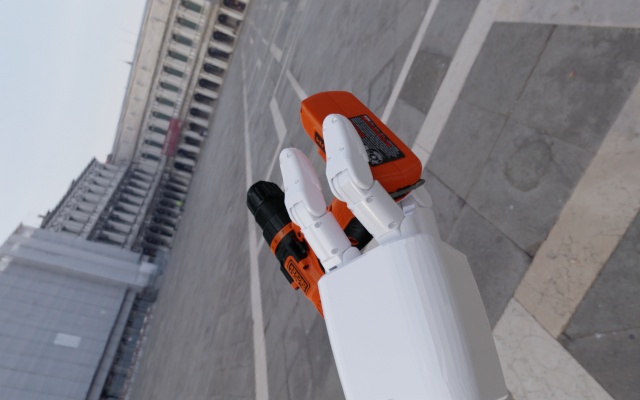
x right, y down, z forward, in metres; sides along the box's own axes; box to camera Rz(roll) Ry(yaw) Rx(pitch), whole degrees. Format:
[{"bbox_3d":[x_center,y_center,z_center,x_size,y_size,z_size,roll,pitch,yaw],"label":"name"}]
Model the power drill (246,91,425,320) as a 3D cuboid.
[{"bbox_3d":[0.000,0.001,0.421,0.057,0.184,0.188,-22,-32,-33],"label":"power drill"}]
